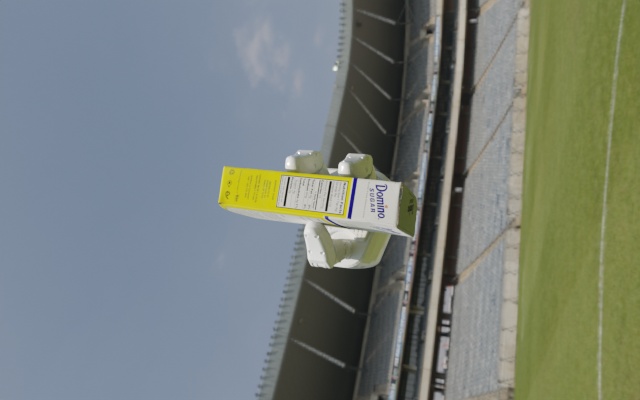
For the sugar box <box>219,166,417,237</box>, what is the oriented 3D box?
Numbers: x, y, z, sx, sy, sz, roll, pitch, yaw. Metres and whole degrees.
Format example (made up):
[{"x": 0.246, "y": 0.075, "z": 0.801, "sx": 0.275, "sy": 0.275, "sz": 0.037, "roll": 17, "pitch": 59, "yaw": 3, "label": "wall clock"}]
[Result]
[{"x": 0.000, "y": 0.001, "z": 0.466, "sx": 0.176, "sy": 0.048, "sz": 0.093, "roll": 4, "pitch": -8, "yaw": 20, "label": "sugar box"}]
